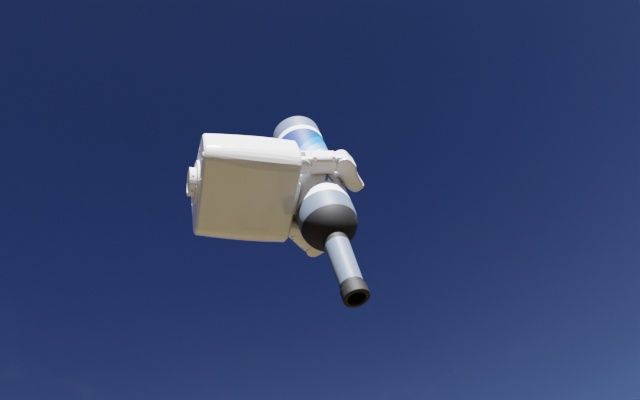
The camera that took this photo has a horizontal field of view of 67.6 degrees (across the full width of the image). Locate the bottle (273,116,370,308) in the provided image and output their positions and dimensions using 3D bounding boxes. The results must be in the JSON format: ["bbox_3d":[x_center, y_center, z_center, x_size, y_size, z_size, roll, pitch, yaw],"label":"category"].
[{"bbox_3d":[0.000,0.002,0.564,0.069,0.069,0.295,0,39,-18],"label":"bottle"}]
